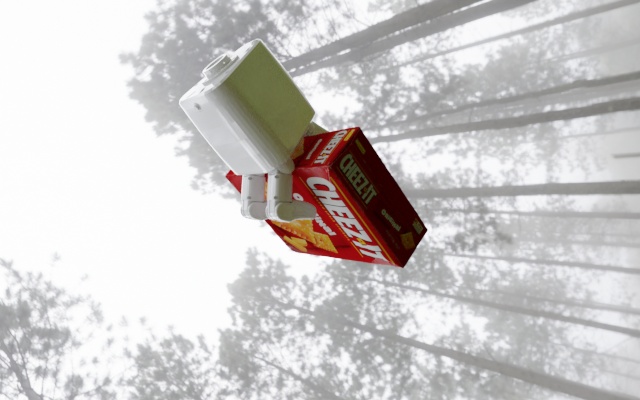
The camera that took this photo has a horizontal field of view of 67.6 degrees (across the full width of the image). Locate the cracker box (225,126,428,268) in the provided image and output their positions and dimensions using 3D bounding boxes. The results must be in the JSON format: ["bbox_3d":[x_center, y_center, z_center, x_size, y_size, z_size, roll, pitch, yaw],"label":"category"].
[{"bbox_3d":[0.000,0.002,0.600,0.213,0.072,0.164,0,-44,51],"label":"cracker box"}]
